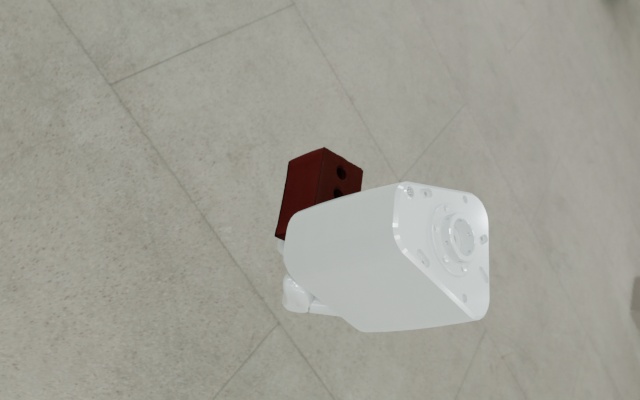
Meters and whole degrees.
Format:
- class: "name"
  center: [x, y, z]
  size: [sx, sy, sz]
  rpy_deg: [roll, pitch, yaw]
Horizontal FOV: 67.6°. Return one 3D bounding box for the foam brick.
- class: "foam brick"
  center: [0.000, 0.001, 0.427]
  size: [0.053, 0.078, 0.051]
  rpy_deg: [26, -30, -34]
